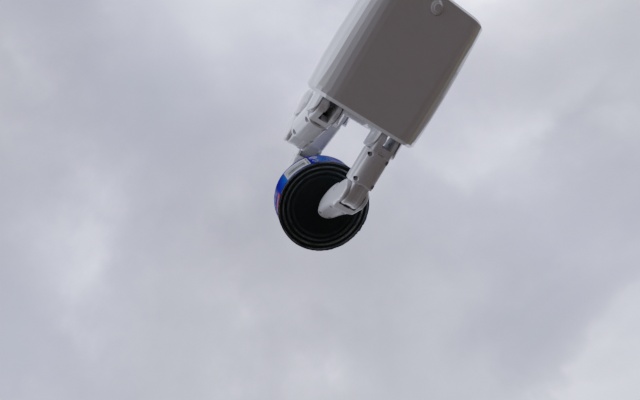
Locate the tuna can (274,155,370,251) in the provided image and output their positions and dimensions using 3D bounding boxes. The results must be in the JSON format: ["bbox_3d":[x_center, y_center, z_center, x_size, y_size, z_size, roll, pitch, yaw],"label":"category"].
[{"bbox_3d":[0.000,0.001,0.447,0.086,0.086,0.033,0,18,-15],"label":"tuna can"}]
